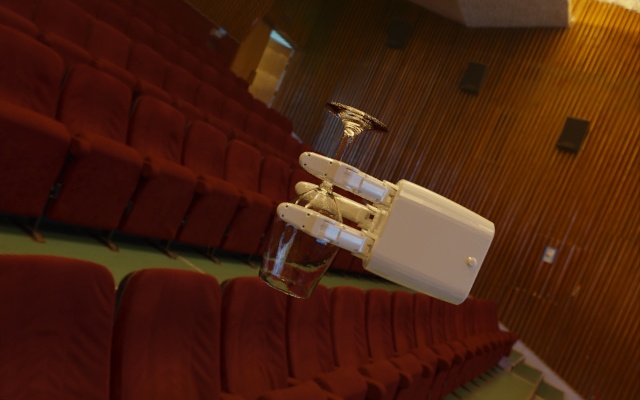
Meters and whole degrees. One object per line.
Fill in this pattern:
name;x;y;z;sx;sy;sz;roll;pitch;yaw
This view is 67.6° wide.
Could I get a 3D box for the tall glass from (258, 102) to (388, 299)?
tall glass;0.000;0.001;0.517;0.079;0.201;0.079;24;0;0
